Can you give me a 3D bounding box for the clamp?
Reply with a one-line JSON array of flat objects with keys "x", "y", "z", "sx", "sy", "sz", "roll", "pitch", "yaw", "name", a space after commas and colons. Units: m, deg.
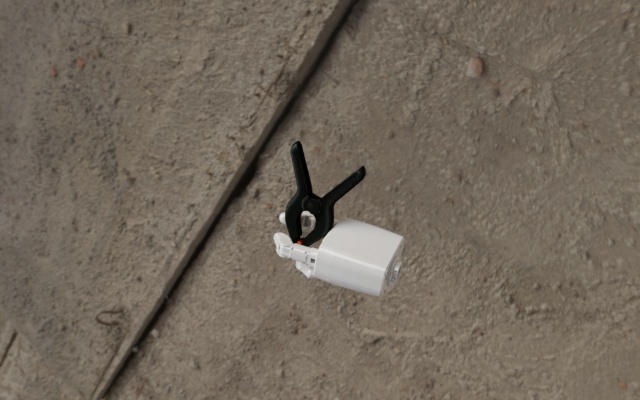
[{"x": 0.000, "y": 0.003, "z": 0.735, "sx": 0.120, "sy": 0.171, "sz": 0.039, "roll": 16, "pitch": 19, "yaw": 20, "name": "clamp"}]
